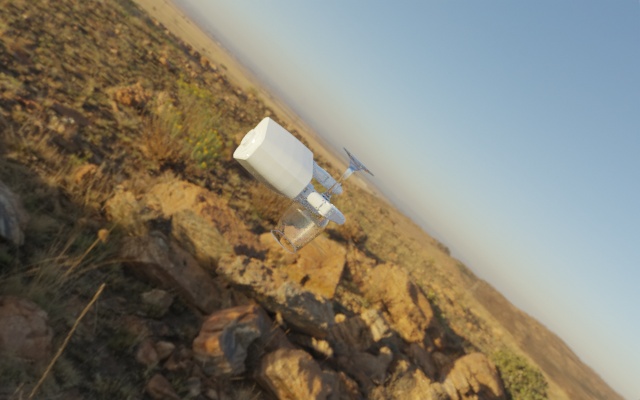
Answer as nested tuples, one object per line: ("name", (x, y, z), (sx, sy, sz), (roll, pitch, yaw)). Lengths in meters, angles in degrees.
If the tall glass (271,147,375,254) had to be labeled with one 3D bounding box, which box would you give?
("tall glass", (0.001, 0.002, 0.851), (0.079, 0.201, 0.079), (42, 7, -7))
